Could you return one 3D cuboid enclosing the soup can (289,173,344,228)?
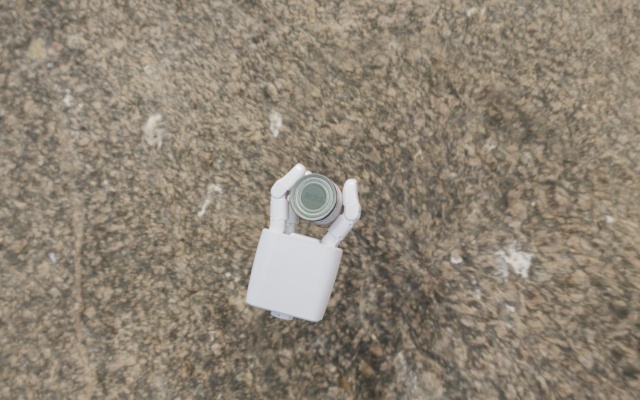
[{"bbox_3d":[0.000,0.002,0.686,0.068,0.068,0.102,0,-8,12],"label":"soup can"}]
